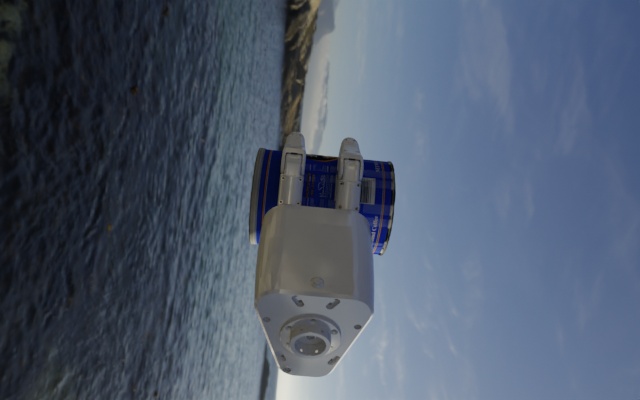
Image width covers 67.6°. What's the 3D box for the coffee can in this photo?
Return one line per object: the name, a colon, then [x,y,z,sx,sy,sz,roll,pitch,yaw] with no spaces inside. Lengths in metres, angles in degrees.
coffee can: [0.000,0.002,0.511,0.140,0.103,0.103,5,0,-3]
